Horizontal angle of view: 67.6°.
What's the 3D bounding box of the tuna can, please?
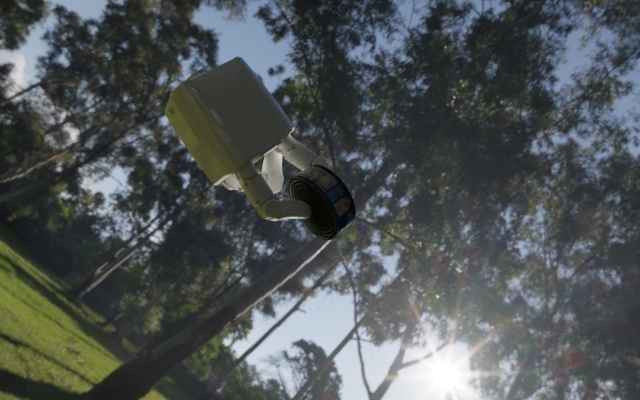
[{"bbox_3d":[0.001,0.002,0.556,0.033,0.086,0.086,-36,19,-27],"label":"tuna can"}]
